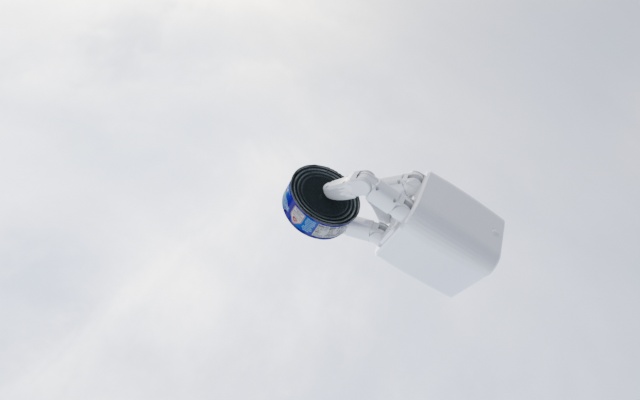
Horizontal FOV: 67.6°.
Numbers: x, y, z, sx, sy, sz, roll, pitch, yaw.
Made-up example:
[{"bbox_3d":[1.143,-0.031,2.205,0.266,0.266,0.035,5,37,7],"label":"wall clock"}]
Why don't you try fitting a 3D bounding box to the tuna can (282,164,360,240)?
[{"bbox_3d":[0.000,0.002,0.546,0.086,0.086,0.034,0,-37,-30],"label":"tuna can"}]
